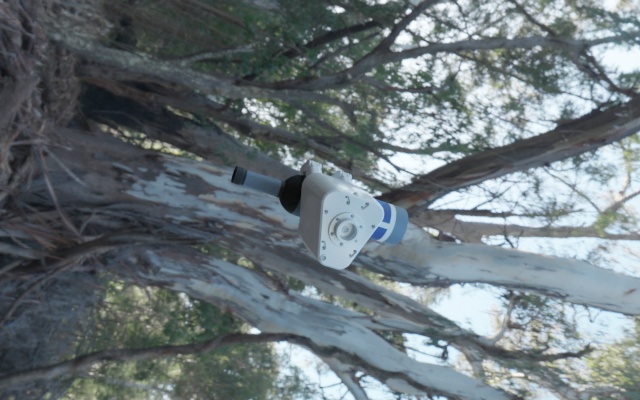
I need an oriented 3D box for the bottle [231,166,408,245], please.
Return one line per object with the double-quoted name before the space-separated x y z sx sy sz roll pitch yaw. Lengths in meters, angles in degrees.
"bottle" 0.000 0.003 0.777 0.296 0.069 0.069 18 -6 -18
